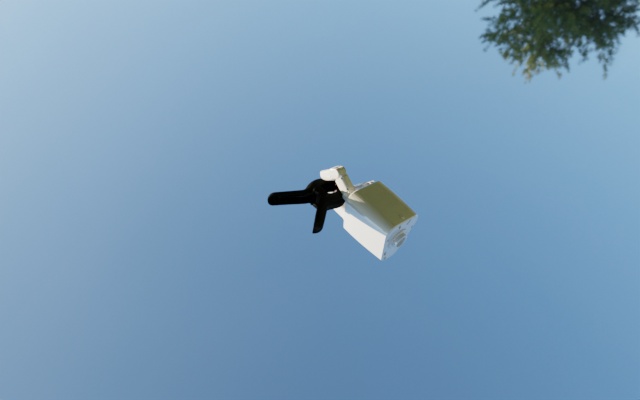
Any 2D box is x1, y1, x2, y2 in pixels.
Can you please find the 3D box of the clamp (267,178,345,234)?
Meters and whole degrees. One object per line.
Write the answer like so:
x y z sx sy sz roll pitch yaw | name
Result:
0.000 0.003 0.890 0.171 0.039 0.120 -23 55 -38 | clamp
